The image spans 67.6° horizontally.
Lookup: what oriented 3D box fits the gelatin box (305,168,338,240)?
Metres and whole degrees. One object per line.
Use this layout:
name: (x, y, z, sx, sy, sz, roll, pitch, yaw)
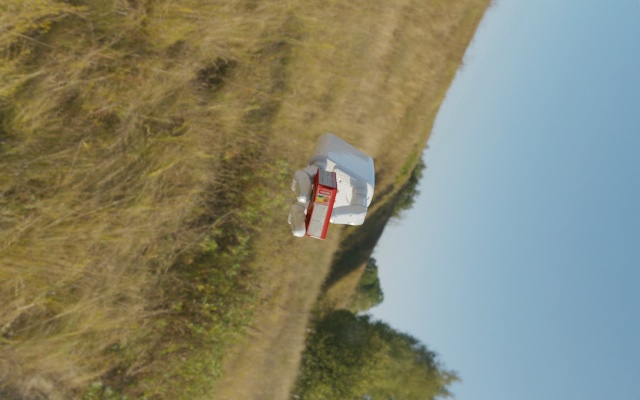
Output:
gelatin box: (0.001, 0.002, 0.655, 0.030, 0.073, 0.089, 13, 18, -5)
